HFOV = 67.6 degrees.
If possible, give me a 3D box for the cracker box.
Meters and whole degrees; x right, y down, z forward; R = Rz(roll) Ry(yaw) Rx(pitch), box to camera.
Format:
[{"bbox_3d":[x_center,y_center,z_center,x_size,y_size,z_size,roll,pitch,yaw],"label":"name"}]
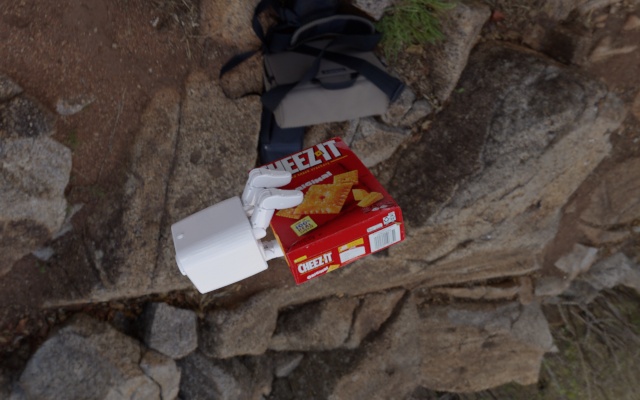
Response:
[{"bbox_3d":[0.000,0.003,0.701,0.164,0.072,0.213,-22,40,-9],"label":"cracker box"}]
